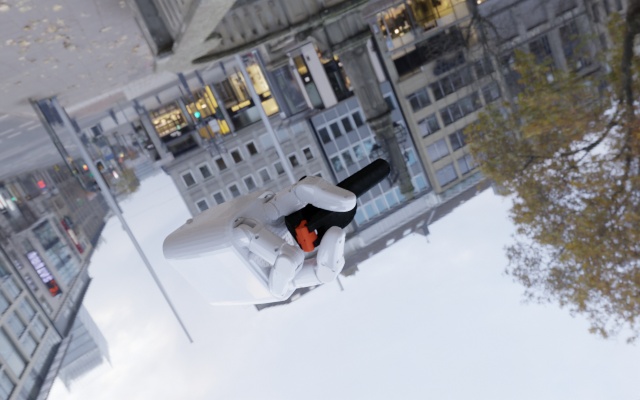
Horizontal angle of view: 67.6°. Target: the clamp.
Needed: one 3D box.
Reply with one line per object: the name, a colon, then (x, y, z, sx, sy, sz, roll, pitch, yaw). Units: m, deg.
clamp: (0.000, 0.002, 0.536, 0.120, 0.039, 0.171, -14, 18, 34)
